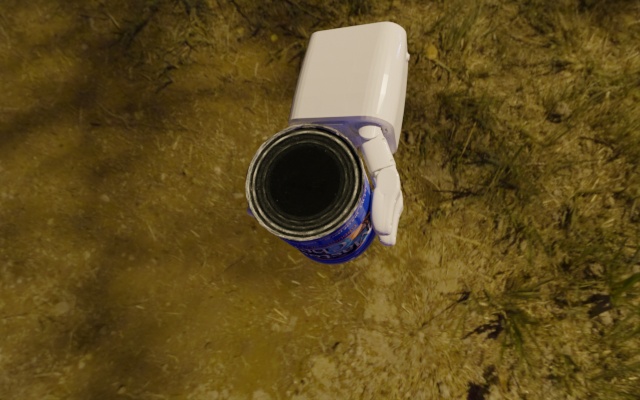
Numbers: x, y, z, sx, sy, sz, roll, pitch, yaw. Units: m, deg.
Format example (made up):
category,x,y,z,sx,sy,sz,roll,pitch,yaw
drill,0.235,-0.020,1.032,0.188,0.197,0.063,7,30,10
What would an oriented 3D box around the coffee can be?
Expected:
category,x,y,z,sx,sy,sz,roll,pitch,yaw
coffee can,0.000,0.002,0.461,0.103,0.102,0.140,0,-15,12
